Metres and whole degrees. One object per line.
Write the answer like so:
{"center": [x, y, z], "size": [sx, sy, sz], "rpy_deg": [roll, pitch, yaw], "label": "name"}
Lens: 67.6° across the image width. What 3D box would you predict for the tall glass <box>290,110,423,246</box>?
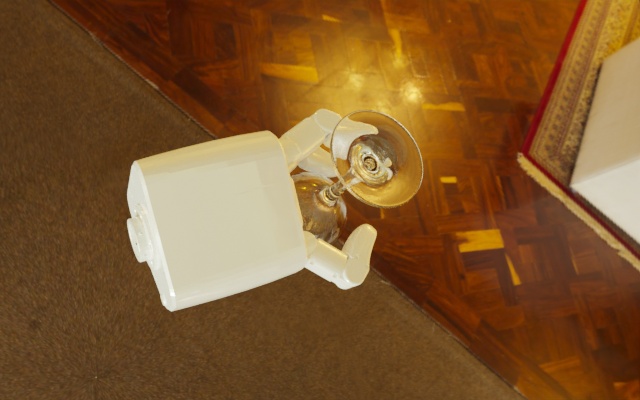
{"center": [0.000, 0.001, 0.418], "size": [0.079, 0.079, 0.201], "rpy_deg": [0, -18, -25], "label": "tall glass"}
